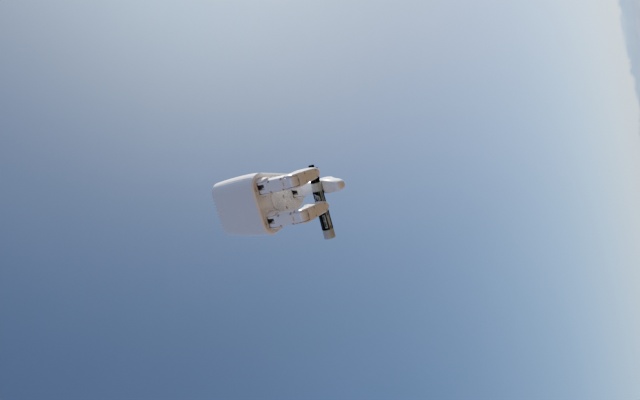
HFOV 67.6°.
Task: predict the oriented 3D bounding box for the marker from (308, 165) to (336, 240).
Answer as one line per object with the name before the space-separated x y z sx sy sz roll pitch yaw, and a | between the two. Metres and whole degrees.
marker | 0.000 0.002 0.756 0.020 0.121 0.020 -14 10 3
